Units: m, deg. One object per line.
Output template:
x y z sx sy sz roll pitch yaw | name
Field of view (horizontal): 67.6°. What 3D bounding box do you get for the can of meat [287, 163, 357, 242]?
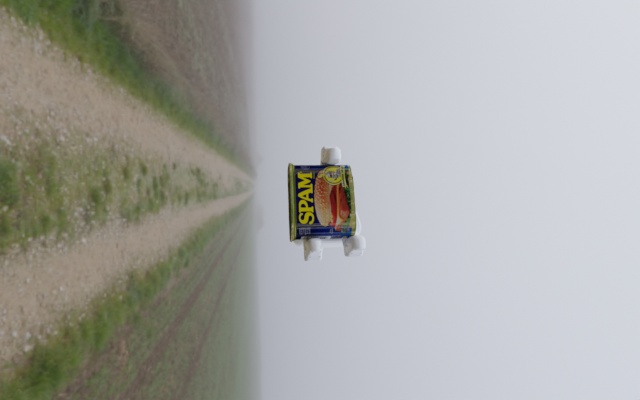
0.000 0.002 0.633 0.084 0.102 0.057 -1 -15 -7 | can of meat
